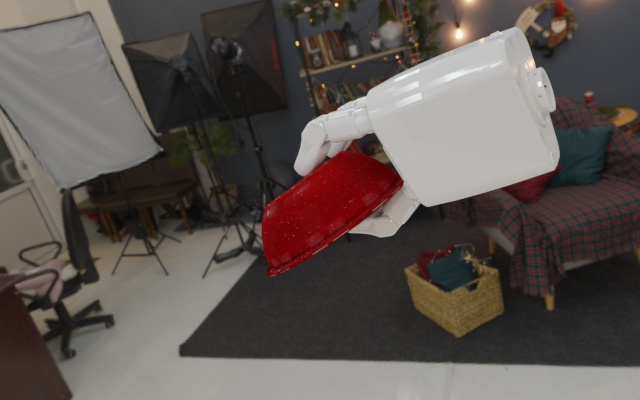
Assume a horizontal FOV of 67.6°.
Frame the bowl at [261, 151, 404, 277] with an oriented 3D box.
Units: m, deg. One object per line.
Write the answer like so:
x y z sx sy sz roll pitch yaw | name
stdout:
-0.001 0.002 0.450 0.162 0.055 0.162 -36 3 3 | bowl
